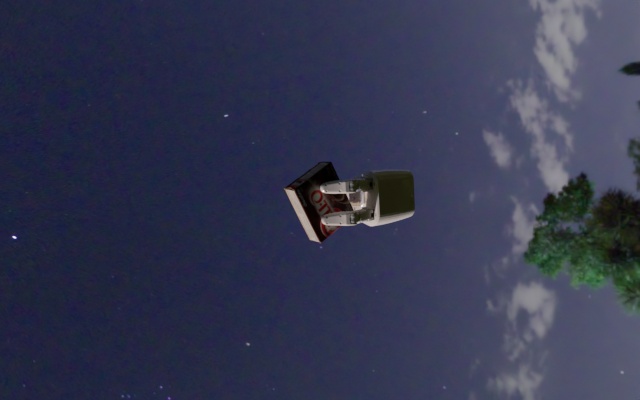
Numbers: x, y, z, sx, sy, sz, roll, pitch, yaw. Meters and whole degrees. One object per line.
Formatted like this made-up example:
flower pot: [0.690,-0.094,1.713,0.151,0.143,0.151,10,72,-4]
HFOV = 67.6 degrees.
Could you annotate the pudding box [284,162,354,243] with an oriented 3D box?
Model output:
pudding box: [0.000,0.003,0.824,0.090,0.113,0.039,-39,24,-28]
